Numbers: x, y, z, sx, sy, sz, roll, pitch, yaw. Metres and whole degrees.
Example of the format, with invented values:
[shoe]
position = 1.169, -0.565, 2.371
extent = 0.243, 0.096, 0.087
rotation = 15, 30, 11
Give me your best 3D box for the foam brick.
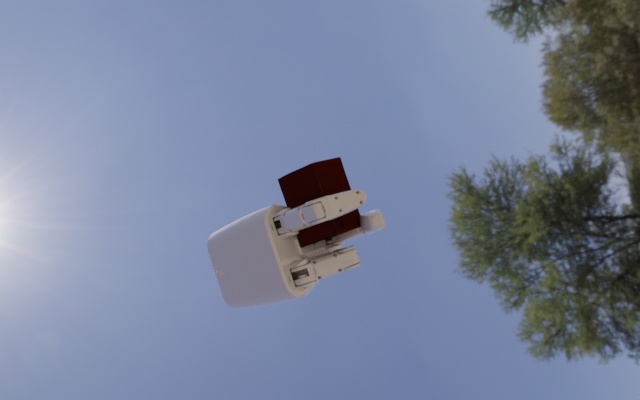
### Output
[foam brick]
position = 0.000, 0.001, 0.497
extent = 0.051, 0.078, 0.053
rotation = -21, -4, 37
